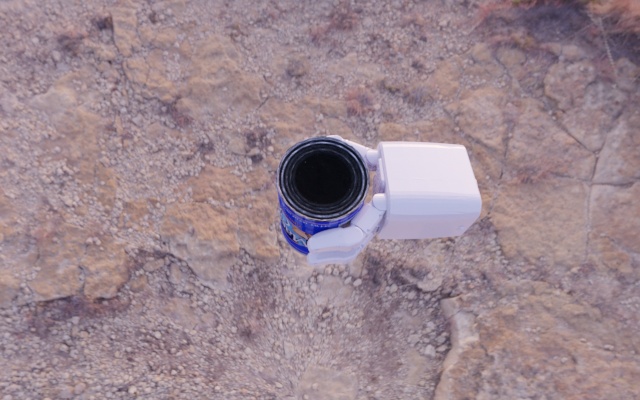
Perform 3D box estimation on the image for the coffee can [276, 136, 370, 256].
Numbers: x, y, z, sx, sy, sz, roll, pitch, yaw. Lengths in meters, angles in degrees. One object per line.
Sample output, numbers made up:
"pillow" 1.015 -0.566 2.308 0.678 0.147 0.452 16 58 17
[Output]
"coffee can" 0.000 0.002 0.579 0.103 0.102 0.140 0 -23 -2
